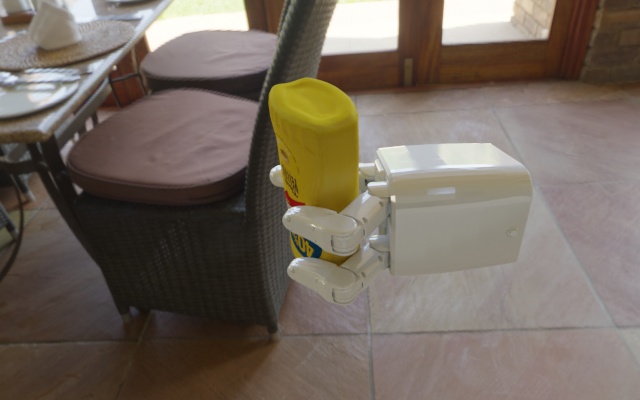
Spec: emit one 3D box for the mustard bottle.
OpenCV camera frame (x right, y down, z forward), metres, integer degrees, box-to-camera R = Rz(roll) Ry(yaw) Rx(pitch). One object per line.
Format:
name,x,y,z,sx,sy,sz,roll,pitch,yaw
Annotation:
mustard bottle,0.000,0.001,0.407,0.058,0.192,0.096,-19,39,-18
